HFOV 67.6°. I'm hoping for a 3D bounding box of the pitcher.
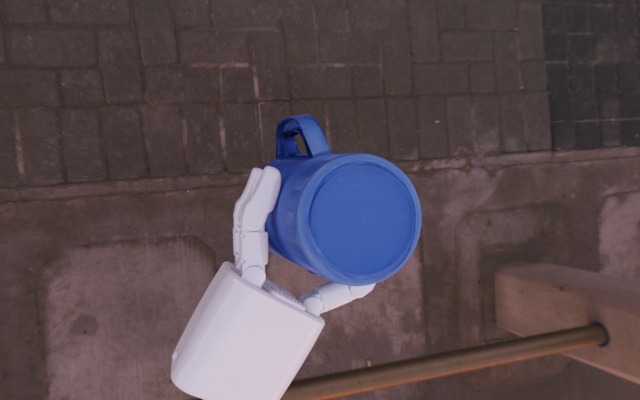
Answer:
[{"bbox_3d":[0.000,0.002,0.489,0.149,0.145,0.243,34,-7,-14],"label":"pitcher"}]
